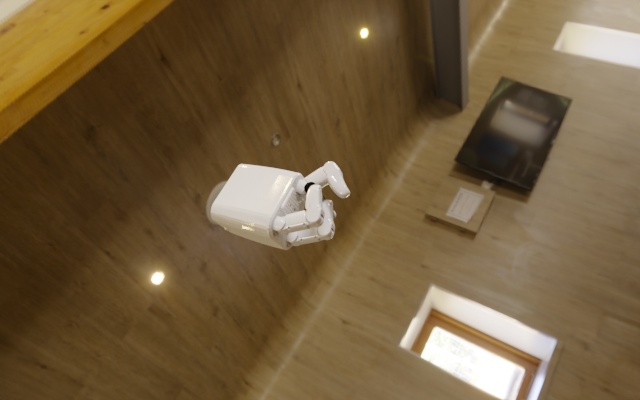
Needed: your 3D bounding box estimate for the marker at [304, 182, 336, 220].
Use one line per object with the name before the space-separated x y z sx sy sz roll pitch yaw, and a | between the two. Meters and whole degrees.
marker | 0.000 0.002 0.735 0.020 0.020 0.121 0 -22 18
